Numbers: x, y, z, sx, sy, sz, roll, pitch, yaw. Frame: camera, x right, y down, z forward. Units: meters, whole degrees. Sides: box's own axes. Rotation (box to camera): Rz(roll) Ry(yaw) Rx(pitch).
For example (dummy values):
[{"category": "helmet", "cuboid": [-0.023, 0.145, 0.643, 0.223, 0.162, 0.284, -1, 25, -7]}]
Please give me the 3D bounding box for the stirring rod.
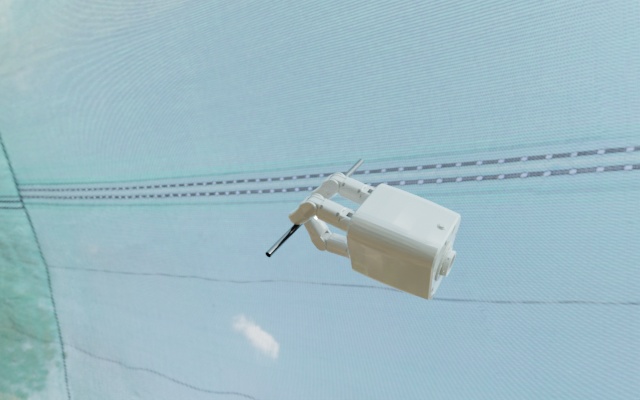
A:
[{"category": "stirring rod", "cuboid": [0.000, 0.002, 0.647, 0.011, 0.011, 0.239, 0, 31, 37]}]
